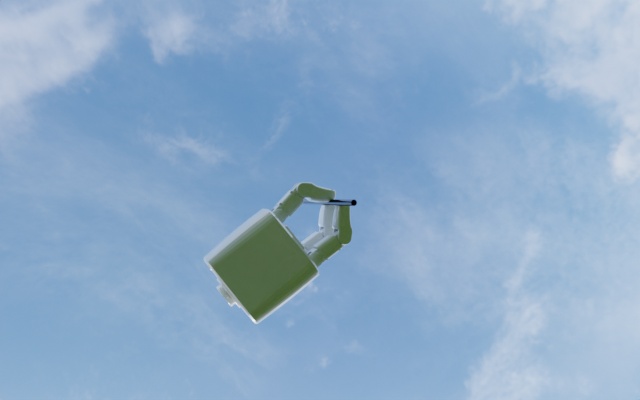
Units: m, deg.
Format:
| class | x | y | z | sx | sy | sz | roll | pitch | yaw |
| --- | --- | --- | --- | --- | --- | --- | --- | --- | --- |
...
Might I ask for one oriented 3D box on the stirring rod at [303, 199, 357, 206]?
| class | x | y | z | sx | sy | sz | roll | pitch | yaw |
| --- | --- | --- | --- | --- | --- | --- | --- | --- | --- |
| stirring rod | 0.000 | 0.002 | 0.704 | 0.011 | 0.011 | 0.239 | 0 | 0 | -20 |
